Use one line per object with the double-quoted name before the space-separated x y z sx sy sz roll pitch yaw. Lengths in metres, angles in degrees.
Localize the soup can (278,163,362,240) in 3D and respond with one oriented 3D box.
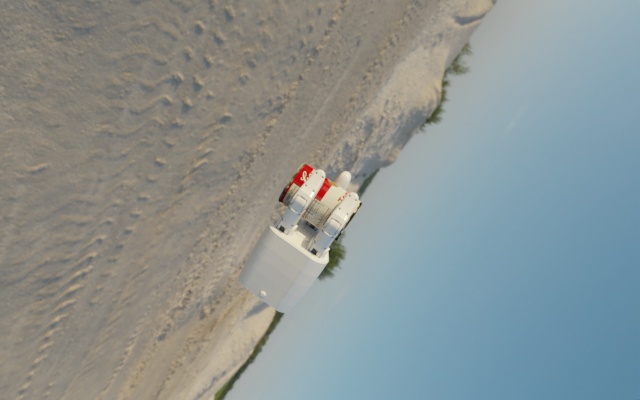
"soup can" 0.001 0.002 0.684 0.102 0.068 0.068 35 2 3
